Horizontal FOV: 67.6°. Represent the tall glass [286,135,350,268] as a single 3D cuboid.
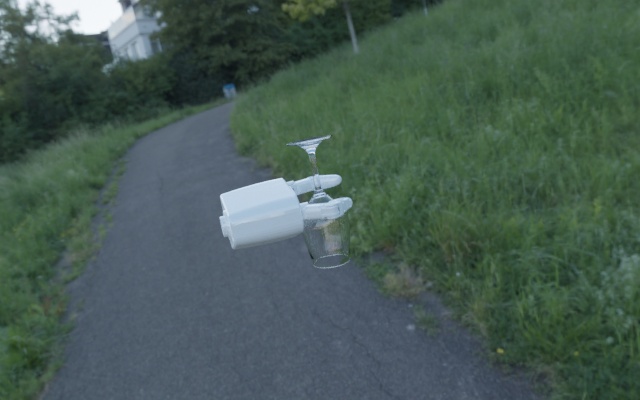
[{"bbox_3d":[0.000,0.002,0.754,0.079,0.201,0.079,-11,10,2],"label":"tall glass"}]
